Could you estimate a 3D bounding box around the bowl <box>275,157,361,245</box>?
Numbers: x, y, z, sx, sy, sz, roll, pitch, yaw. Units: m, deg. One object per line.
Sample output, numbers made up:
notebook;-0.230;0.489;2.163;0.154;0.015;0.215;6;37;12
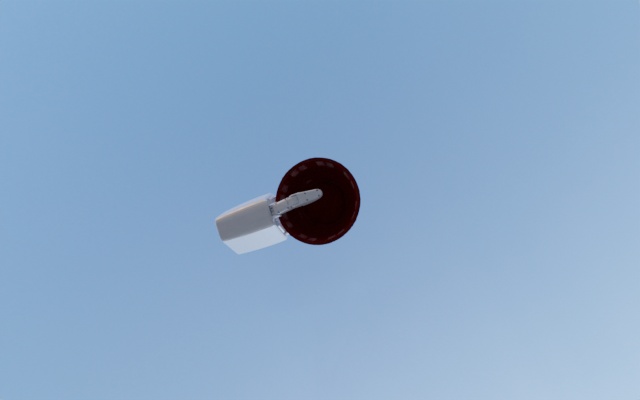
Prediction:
bowl;0.002;0.003;0.895;0.162;0.162;0.055;0;-5;16
